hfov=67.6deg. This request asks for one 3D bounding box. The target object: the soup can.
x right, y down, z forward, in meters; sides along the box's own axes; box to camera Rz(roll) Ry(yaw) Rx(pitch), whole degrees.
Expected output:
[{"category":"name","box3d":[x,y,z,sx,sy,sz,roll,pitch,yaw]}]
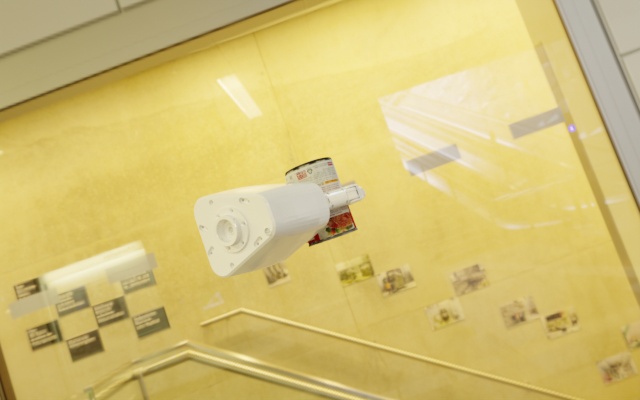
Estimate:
[{"category":"soup can","box3d":[0.000,0.002,0.627,0.068,0.102,0.068,-20,-4,-2]}]
